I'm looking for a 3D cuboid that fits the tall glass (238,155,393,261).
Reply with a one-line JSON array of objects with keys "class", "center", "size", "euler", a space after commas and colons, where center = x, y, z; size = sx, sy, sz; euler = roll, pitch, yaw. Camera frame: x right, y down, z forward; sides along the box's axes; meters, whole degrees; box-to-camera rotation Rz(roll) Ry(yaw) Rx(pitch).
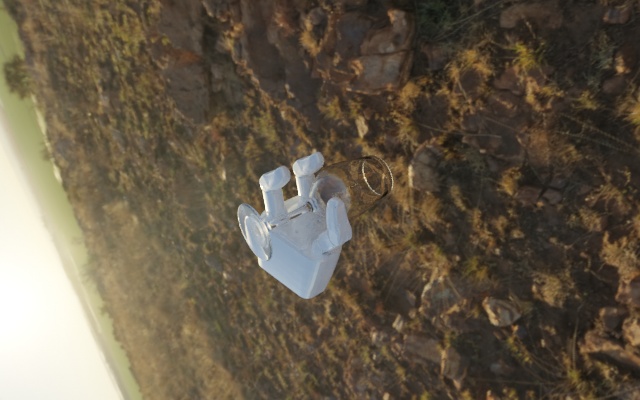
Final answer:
[{"class": "tall glass", "center": [0.000, 0.002, 0.612], "size": [0.201, 0.079, 0.079], "euler": [-25, 13, -29]}]
